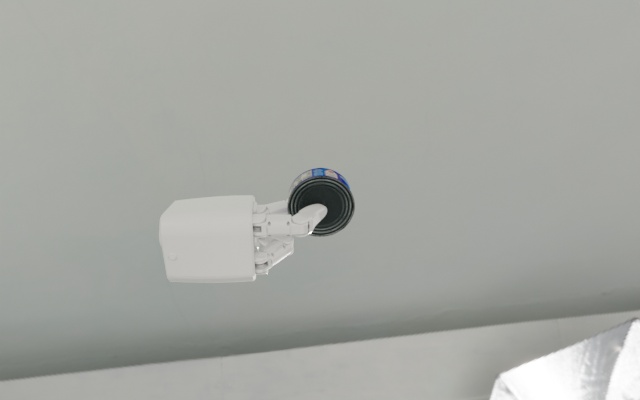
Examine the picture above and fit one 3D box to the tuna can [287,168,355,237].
[{"bbox_3d":[0.000,0.002,0.619,0.086,0.086,0.033,0,26,-3],"label":"tuna can"}]
